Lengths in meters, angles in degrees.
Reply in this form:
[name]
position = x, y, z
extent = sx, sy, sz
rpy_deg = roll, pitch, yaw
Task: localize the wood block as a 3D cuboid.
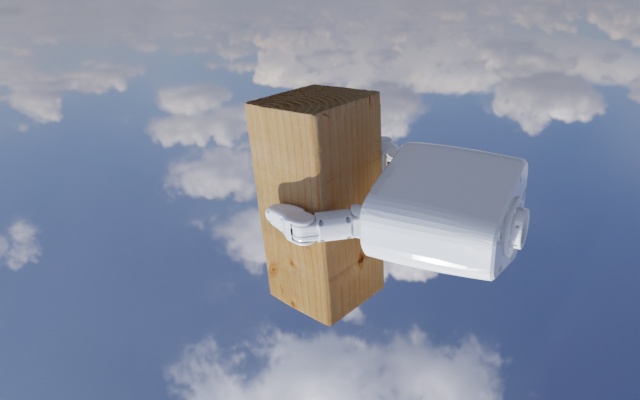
[wood block]
position = 0.000, 0.002, 0.464
extent = 0.090, 0.206, 0.091
rpy_deg = 19, 33, 41
